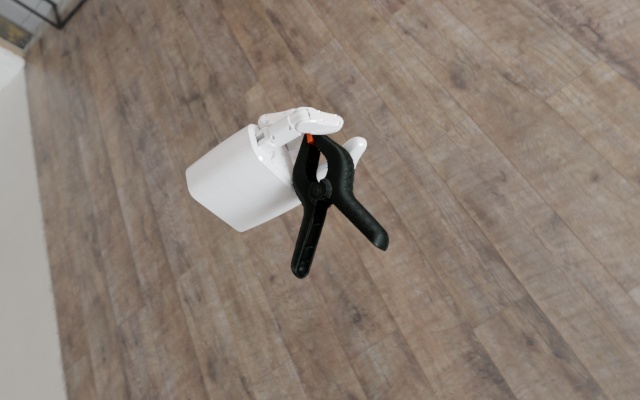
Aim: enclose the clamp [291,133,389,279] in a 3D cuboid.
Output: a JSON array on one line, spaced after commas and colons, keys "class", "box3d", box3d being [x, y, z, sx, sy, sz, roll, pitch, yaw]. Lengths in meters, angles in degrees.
[{"class": "clamp", "box3d": [0.000, 0.001, 0.538, 0.120, 0.171, 0.039, -29, -30, 20]}]
